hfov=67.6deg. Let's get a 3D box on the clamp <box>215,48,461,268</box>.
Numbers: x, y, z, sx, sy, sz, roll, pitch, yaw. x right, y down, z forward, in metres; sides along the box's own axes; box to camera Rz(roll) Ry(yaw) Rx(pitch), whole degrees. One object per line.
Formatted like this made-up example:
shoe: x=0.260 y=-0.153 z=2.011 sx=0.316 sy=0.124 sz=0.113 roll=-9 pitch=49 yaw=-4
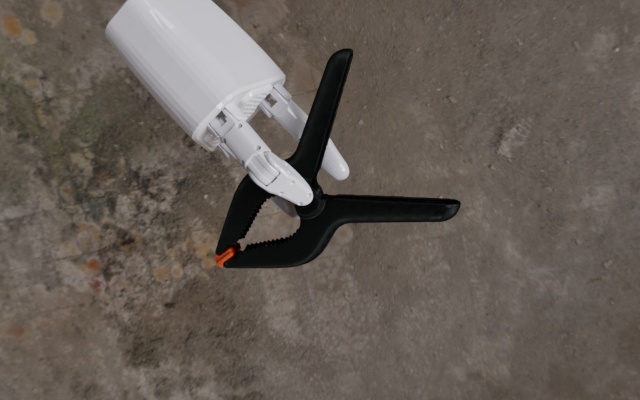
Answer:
clamp: x=-0.001 y=0.002 z=0.410 sx=0.210 sy=0.164 sz=0.036 roll=-42 pitch=-1 yaw=13
